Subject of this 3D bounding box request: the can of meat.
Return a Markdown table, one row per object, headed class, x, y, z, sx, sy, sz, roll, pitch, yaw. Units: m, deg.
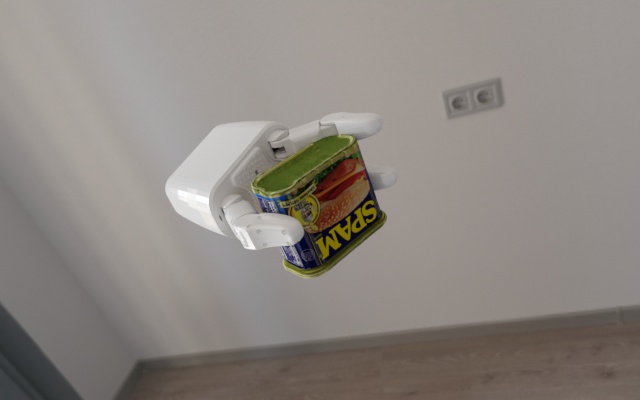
| class | x | y | z | sx | sy | sz | roll | pitch | yaw |
| --- | --- | --- | --- | --- | --- | --- | --- | --- | --- |
| can of meat | 0.000 | 0.001 | 0.412 | 0.102 | 0.084 | 0.057 | -36 | 29 | -27 |
